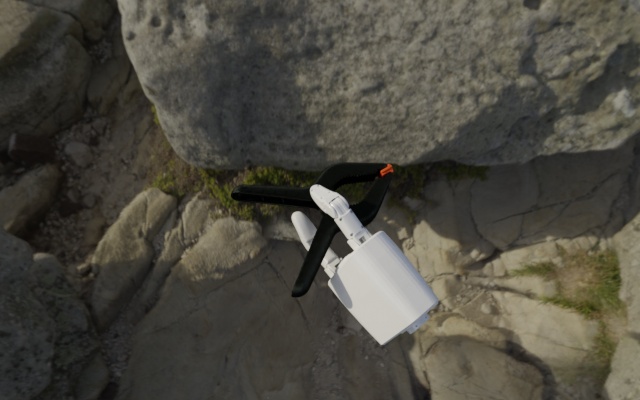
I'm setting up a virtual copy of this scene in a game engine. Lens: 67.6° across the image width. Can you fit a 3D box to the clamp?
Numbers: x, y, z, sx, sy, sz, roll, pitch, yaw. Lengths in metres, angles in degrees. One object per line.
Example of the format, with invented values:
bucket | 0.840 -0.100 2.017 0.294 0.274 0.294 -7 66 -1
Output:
clamp | 0.001 0.002 0.620 0.210 0.164 0.036 -36 -16 -18
